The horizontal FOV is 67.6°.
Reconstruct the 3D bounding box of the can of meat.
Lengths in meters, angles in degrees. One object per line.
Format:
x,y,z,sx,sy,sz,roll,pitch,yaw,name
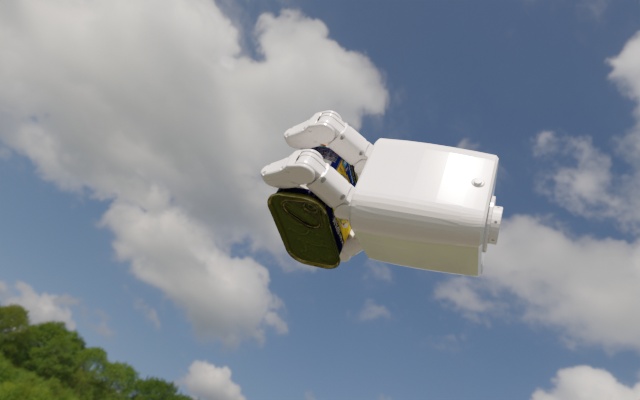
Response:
0.000,0.001,0.463,0.057,0.084,0.102,8,-40,23,can of meat
